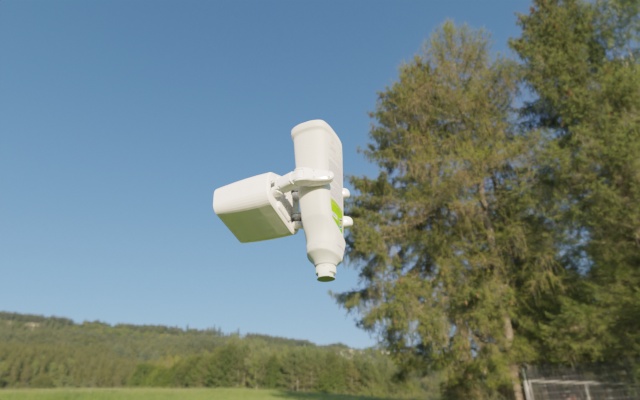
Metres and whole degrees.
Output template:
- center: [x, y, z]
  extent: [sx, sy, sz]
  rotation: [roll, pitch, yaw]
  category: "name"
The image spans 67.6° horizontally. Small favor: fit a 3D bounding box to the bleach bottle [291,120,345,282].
- center: [0.000, 0.002, 0.759]
  extent: [0.068, 0.250, 0.103]
  rotation: [-14, -30, 22]
  category: "bleach bottle"
